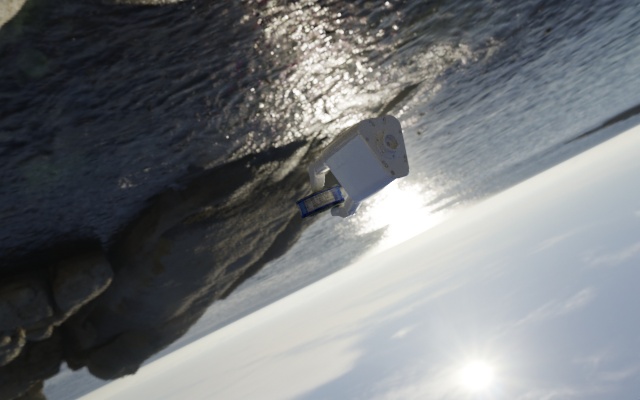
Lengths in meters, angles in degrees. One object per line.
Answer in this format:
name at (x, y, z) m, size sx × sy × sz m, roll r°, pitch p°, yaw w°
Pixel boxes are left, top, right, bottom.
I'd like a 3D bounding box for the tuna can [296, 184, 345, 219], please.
tuna can at (0.000, 0.003, 0.866) m, size 0.086 × 0.034 × 0.086 m, roll -23°, pitch -4°, yaw -2°
